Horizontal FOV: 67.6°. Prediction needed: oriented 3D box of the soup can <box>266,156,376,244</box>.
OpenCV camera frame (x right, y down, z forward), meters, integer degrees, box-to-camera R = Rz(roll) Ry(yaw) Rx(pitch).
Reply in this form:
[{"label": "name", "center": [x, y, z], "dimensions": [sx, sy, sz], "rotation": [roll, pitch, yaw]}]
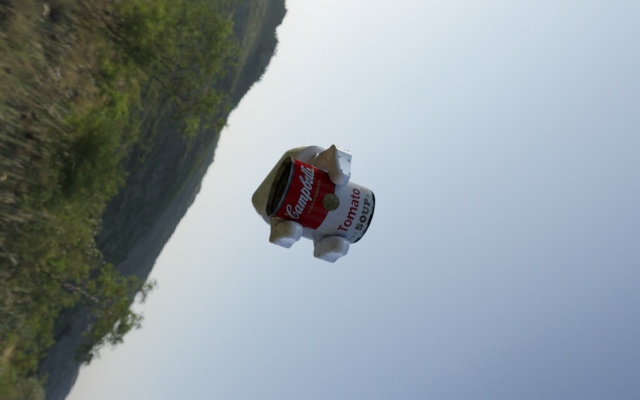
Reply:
[{"label": "soup can", "center": [0.001, 0.002, 0.524], "dimensions": [0.102, 0.068, 0.068], "rotation": [21, -7, -18]}]
